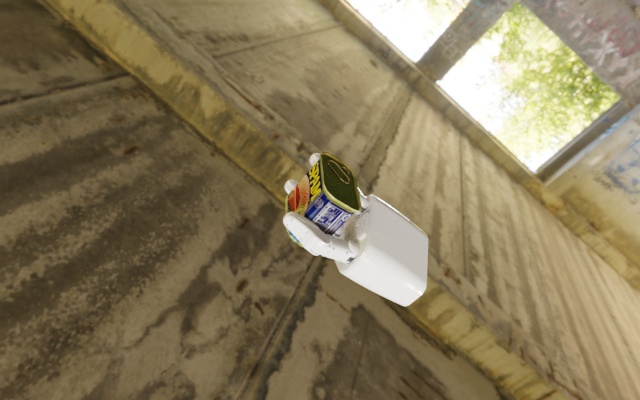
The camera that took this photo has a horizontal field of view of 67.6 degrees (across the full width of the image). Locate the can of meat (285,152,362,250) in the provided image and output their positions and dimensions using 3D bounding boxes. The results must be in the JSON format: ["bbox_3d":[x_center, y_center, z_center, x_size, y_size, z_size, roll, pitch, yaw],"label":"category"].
[{"bbox_3d":[0.000,0.002,0.600,0.057,0.084,0.102,30,29,-23],"label":"can of meat"}]
